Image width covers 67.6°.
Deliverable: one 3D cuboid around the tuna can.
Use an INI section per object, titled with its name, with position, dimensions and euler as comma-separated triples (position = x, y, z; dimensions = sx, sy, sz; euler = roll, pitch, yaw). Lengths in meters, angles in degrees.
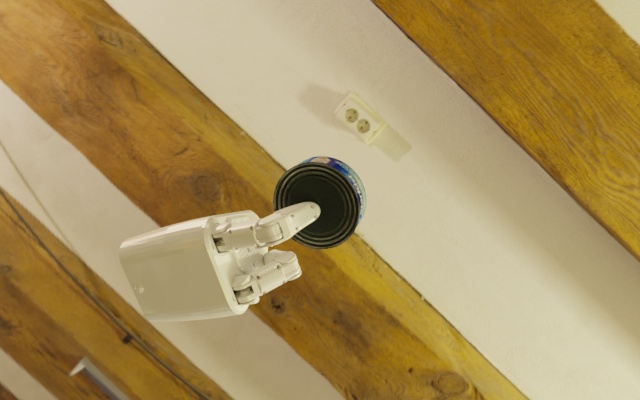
[tuna can]
position = 0.000, 0.001, 0.460
dimensions = 0.086, 0.086, 0.033
euler = 0, 18, 19
